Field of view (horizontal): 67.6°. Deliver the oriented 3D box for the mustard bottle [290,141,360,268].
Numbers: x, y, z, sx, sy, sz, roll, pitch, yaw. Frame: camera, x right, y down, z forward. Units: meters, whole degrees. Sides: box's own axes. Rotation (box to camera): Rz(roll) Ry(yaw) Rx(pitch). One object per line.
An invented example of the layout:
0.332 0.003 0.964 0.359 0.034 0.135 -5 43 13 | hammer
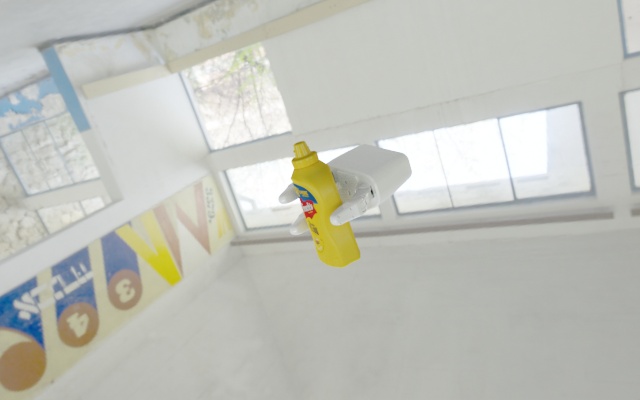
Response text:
0.000 0.003 0.719 0.058 0.192 0.096 -25 18 -16 | mustard bottle
